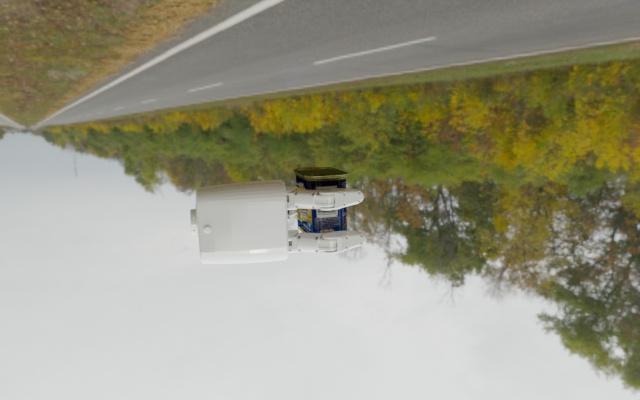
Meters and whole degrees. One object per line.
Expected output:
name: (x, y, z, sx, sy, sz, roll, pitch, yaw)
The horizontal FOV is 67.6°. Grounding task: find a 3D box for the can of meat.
can of meat: (0.000, 0.002, 0.635, 0.057, 0.084, 0.102, -4, 10, -15)
